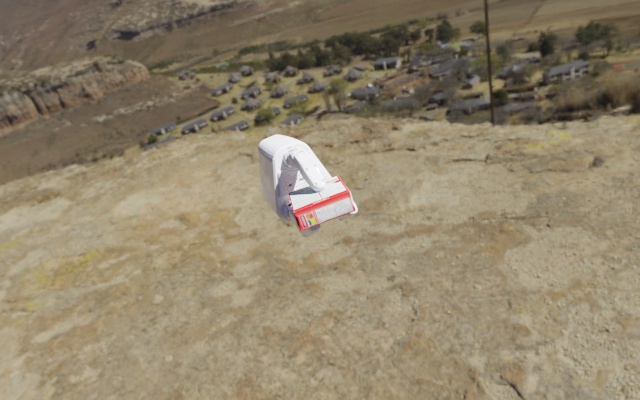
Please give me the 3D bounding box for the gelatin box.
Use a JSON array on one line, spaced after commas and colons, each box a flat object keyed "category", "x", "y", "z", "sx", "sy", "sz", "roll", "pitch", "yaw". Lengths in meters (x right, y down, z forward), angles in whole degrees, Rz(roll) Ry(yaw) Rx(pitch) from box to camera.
[{"category": "gelatin box", "x": 0.000, "y": 0.002, "z": 0.612, "sx": 0.073, "sy": 0.030, "sz": 0.089, "roll": -20, "pitch": 17, "yaw": -2}]
